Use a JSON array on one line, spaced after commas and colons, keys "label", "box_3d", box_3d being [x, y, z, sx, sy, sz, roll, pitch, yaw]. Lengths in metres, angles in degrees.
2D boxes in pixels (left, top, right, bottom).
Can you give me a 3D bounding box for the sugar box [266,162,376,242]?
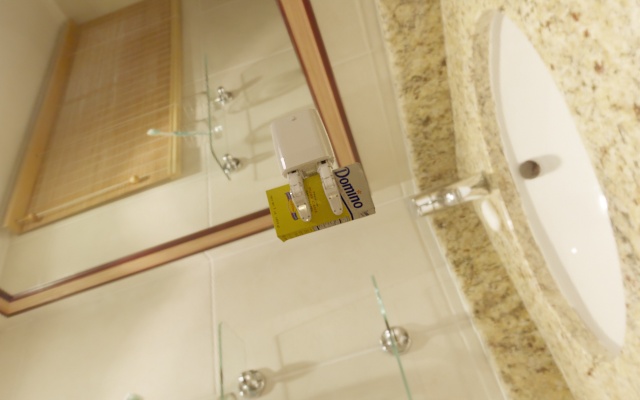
[{"label": "sugar box", "box_3d": [0.000, 0.002, 0.844, 0.176, 0.093, 0.048, -19, -20, 5]}]
